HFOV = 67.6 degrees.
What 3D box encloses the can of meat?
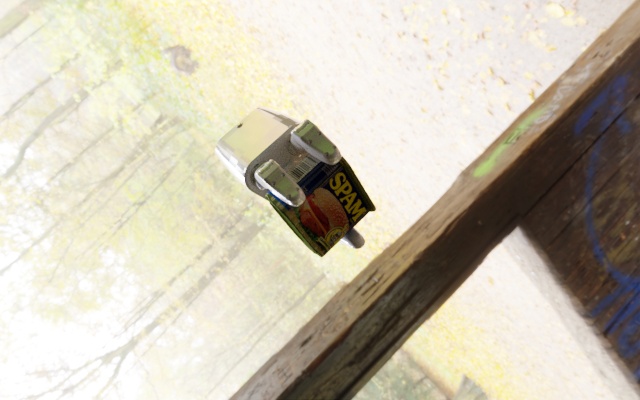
[{"bbox_3d":[0.000,0.002,0.516,0.057,0.084,0.102,37,-13,48],"label":"can of meat"}]
